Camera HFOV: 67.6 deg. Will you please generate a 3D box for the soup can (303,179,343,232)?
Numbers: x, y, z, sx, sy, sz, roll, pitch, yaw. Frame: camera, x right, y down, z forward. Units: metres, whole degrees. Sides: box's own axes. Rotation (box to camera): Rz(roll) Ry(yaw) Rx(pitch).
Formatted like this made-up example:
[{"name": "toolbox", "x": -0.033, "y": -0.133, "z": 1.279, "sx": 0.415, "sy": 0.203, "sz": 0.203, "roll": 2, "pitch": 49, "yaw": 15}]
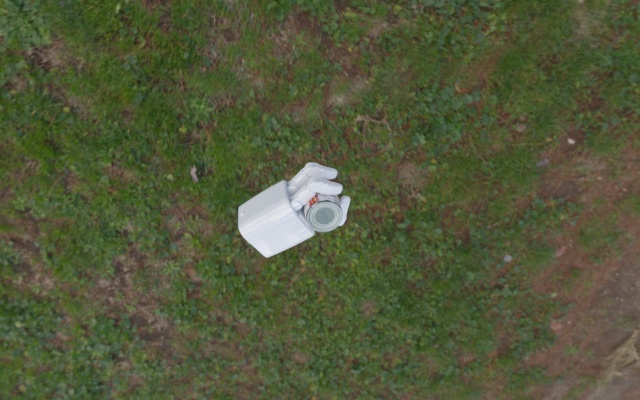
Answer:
[{"name": "soup can", "x": 0.001, "y": 0.003, "z": 0.880, "sx": 0.068, "sy": 0.068, "sz": 0.102, "roll": 0, "pitch": 31, "yaw": -10}]
